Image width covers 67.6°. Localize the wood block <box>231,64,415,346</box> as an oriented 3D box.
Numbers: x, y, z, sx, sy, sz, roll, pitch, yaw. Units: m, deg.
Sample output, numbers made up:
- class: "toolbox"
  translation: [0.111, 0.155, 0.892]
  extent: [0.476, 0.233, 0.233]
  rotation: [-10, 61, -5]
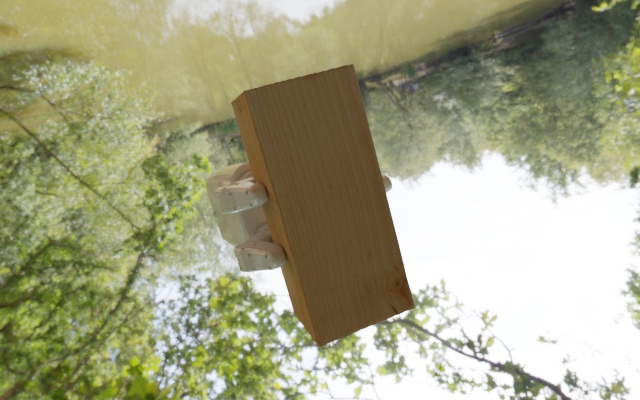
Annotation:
- class: "wood block"
  translation: [0.000, 0.001, 0.413]
  extent: [0.091, 0.206, 0.090]
  rotation: [-18, 10, -15]
